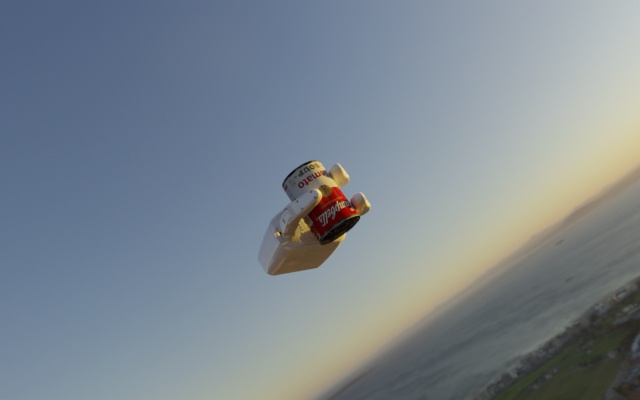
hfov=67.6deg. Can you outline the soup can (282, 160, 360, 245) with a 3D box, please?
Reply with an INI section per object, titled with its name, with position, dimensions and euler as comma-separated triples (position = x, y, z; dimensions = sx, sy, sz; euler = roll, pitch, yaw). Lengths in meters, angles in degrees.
[soup can]
position = 0.000, 0.002, 0.675
dimensions = 0.068, 0.102, 0.068
euler = -32, -18, -11
